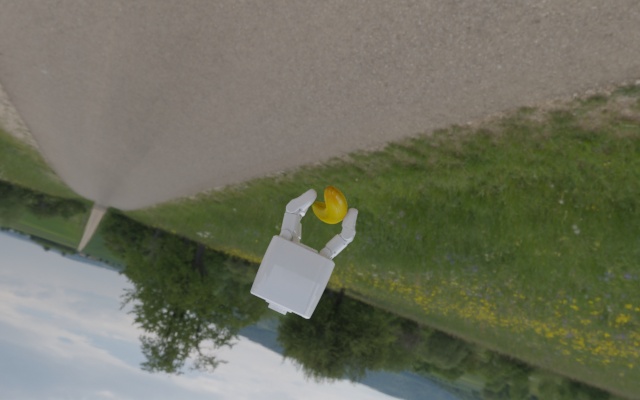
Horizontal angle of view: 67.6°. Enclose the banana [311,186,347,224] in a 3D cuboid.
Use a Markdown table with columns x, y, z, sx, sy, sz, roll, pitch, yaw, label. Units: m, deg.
| x | y | z | sx | sy | sz | roll | pitch | yaw | label |
| --- | --- | --- | --- | --- | --- | --- | --- | --- | --- |
| 0.015 | 0.013 | 0.855 | 0.069 | 0.037 | 0.198 | 32 | -12 | -8 | banana |
